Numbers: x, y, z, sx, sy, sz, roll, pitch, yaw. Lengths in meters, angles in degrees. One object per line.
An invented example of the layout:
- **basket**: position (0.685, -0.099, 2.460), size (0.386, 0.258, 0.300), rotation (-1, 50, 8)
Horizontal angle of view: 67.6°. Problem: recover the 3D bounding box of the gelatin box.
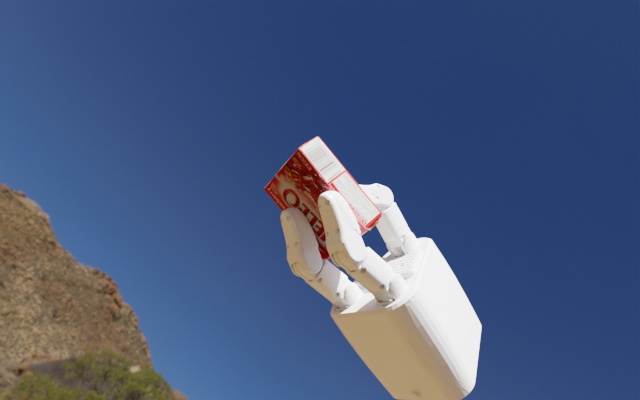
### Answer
- **gelatin box**: position (0.000, 0.001, 0.417), size (0.030, 0.089, 0.073), rotation (-37, -4, -40)
